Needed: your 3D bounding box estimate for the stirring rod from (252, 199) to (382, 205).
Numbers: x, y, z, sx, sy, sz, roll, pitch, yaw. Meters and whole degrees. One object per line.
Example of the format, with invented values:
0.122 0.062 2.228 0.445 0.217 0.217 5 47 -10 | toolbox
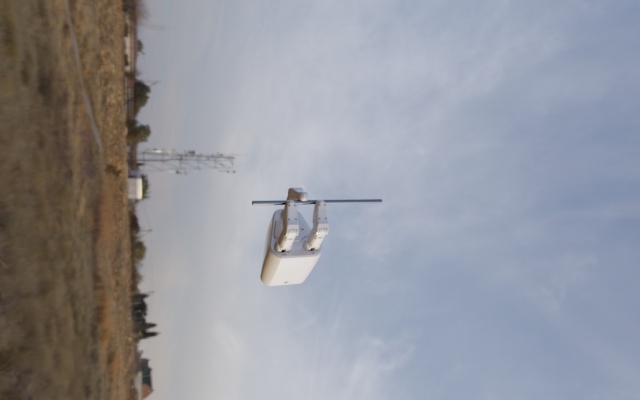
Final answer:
0.000 0.003 0.825 0.239 0.011 0.011 -1 0 -23 | stirring rod
